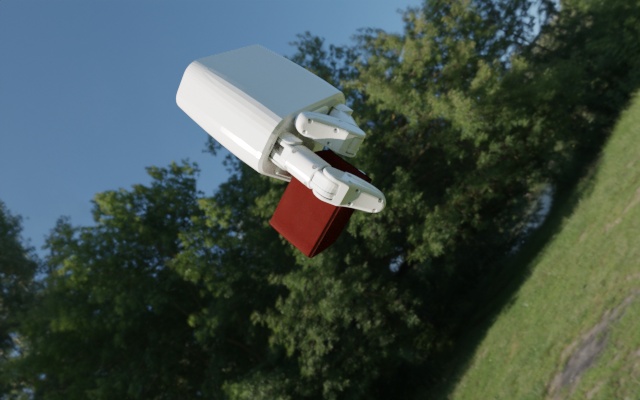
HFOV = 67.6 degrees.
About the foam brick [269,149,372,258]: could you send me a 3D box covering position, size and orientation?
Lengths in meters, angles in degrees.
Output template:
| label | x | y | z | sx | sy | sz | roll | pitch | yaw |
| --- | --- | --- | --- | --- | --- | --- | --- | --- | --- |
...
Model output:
| label | x | y | z | sx | sy | sz | roll | pitch | yaw |
| --- | --- | --- | --- | --- | --- | --- | --- | --- | --- |
| foam brick | 0.000 | 0.002 | 0.432 | 0.051 | 0.078 | 0.053 | 36 | 24 | 16 |
